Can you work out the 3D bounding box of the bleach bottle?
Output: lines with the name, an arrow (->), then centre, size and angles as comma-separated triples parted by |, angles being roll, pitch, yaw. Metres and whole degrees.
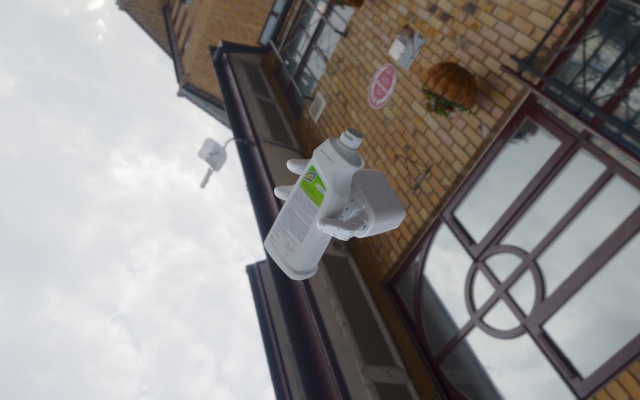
bleach bottle -> 0.000, 0.002, 0.751 | 0.068, 0.251, 0.102 | -9, 46, -50
